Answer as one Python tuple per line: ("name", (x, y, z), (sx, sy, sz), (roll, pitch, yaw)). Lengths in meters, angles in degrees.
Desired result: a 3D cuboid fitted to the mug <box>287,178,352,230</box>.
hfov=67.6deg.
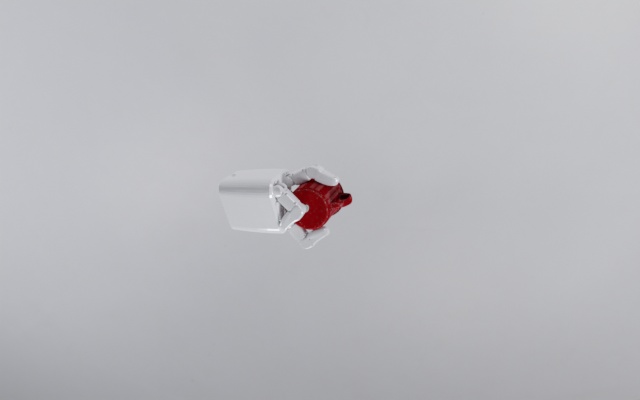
("mug", (0.001, 0.003, 0.872), (0.117, 0.093, 0.081), (0, 21, 19))
